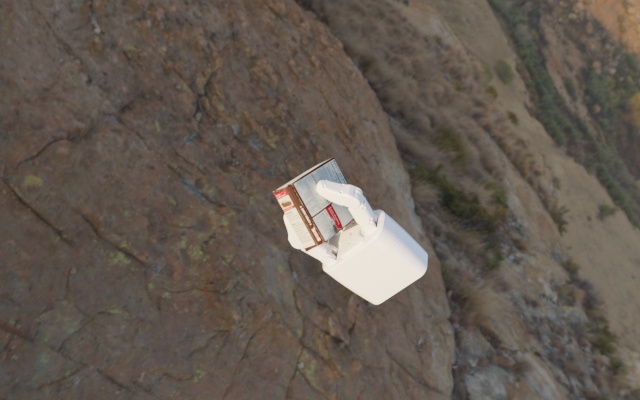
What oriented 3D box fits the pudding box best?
[{"bbox_3d":[0.000,0.002,0.638,0.039,0.090,0.113,-26,6,37],"label":"pudding box"}]
